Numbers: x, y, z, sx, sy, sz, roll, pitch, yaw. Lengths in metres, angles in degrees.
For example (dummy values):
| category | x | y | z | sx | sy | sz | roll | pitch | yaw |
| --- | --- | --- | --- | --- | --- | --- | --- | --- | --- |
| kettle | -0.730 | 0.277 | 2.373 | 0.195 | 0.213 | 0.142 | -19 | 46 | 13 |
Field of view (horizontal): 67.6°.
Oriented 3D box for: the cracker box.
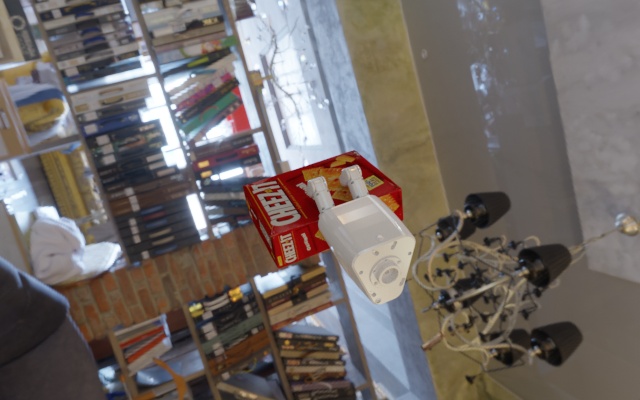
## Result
| category | x | y | z | sx | sy | sz | roll | pitch | yaw |
| --- | --- | --- | --- | --- | --- | --- | --- | --- | --- |
| cracker box | 0.000 | 0.003 | 0.771 | 0.213 | 0.072 | 0.164 | -19 | 34 | -15 |
